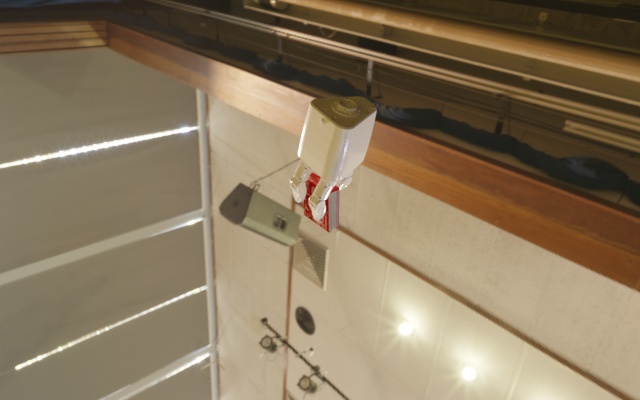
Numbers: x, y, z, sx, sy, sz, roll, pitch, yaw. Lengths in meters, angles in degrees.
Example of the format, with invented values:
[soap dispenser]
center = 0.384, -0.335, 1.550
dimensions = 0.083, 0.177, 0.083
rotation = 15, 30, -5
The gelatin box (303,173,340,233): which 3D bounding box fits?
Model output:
[gelatin box]
center = 0.000, 0.003, 0.872
dimensions = 0.030, 0.089, 0.073
rotation = -26, 42, -32
